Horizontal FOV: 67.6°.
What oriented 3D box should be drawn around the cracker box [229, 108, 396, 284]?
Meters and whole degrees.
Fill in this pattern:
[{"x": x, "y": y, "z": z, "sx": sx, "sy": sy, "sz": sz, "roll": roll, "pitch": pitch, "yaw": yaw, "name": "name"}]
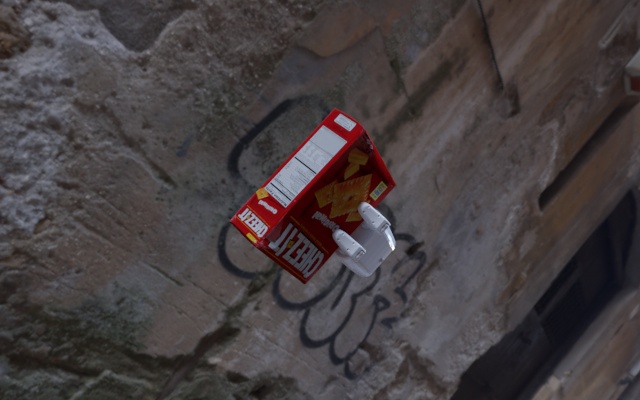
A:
[{"x": 0.000, "y": 0.002, "z": 0.689, "sx": 0.072, "sy": 0.213, "sz": 0.164, "roll": 39, "pitch": -6, "yaw": 35, "name": "cracker box"}]
